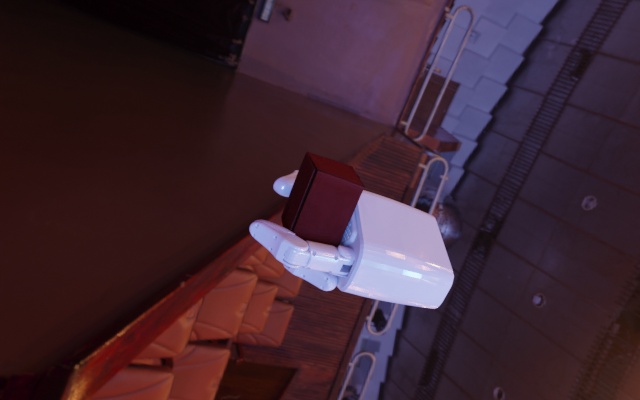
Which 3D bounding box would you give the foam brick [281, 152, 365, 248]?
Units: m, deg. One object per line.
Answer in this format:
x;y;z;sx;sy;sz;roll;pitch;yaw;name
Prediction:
0.000;0.001;0.461;0.051;0.078;0.053;16;21;-17;foam brick
